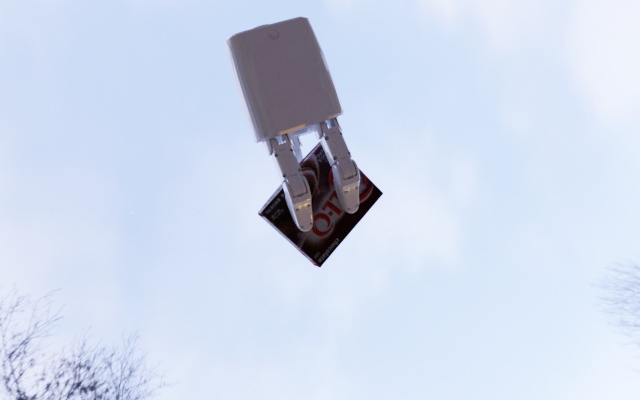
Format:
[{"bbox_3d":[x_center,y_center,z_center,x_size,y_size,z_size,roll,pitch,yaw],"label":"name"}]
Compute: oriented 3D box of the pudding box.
[{"bbox_3d":[0.000,0.002,0.527,0.090,0.113,0.039,44,-9,-13],"label":"pudding box"}]
